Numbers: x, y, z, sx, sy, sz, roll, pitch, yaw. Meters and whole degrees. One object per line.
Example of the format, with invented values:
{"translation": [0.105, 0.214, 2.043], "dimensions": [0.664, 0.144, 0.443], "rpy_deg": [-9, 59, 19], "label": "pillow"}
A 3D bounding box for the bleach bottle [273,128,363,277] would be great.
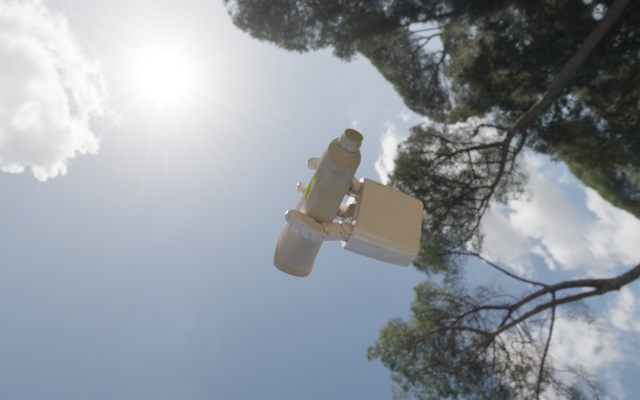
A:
{"translation": [0.000, 0.002, 0.718], "dimensions": [0.068, 0.251, 0.102], "rpy_deg": [20, 41, -9], "label": "bleach bottle"}
